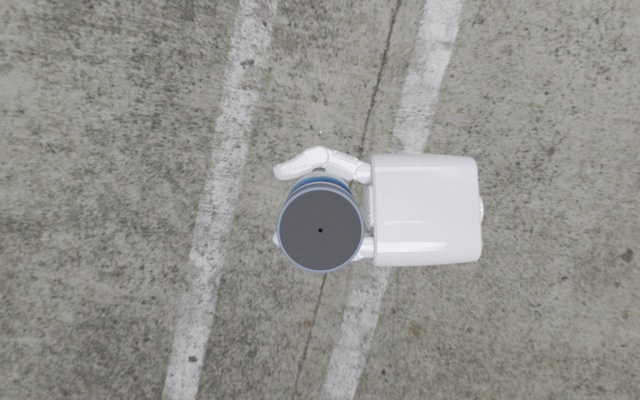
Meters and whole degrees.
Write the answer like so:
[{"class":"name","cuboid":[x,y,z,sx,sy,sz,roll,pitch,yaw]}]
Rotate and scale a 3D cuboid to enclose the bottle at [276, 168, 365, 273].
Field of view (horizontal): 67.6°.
[{"class":"bottle","cuboid":[0.000,0.002,0.502,0.069,0.069,0.295,0,8,0]}]
